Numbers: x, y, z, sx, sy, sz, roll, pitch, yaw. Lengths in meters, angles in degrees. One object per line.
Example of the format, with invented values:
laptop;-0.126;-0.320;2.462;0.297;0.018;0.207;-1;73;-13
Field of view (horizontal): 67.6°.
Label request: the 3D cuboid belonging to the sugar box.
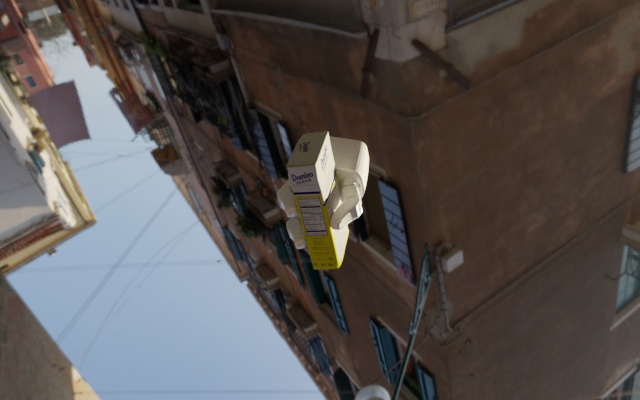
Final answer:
sugar box;0.000;0.002;0.671;0.048;0.176;0.093;-5;33;17
